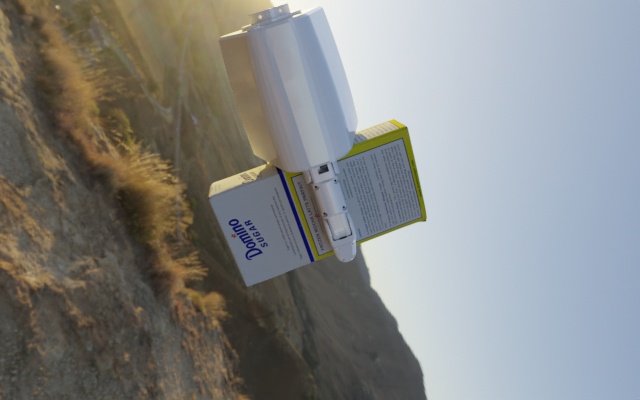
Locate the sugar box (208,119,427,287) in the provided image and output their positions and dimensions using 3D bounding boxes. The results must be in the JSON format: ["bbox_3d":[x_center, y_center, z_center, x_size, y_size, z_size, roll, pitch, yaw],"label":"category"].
[{"bbox_3d":[0.000,0.001,0.426,0.176,0.093,0.048,-18,22,-2],"label":"sugar box"}]
